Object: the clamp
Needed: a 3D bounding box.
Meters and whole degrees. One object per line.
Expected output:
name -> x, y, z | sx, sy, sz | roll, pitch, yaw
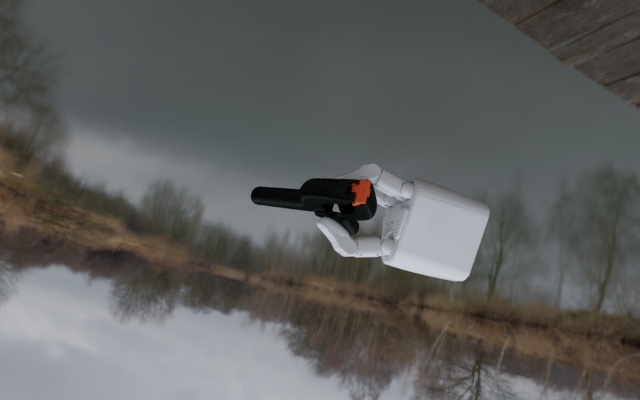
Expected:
clamp -> 0.000, 0.003, 0.596 | 0.164, 0.036, 0.210 | 17, -14, -11
